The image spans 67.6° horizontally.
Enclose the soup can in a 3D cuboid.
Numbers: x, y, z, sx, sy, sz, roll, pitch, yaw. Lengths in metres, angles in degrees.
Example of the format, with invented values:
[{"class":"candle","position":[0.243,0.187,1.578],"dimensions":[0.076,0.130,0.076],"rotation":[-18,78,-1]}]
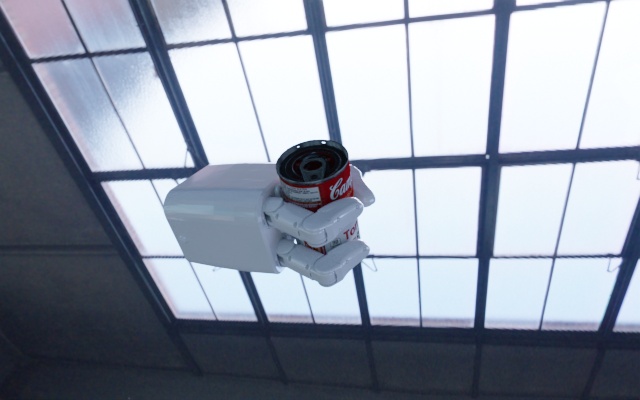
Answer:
[{"class":"soup can","position":[0.001,0.002,0.466],"dimensions":[0.068,0.102,0.068],"rotation":[-7,39,6]}]
